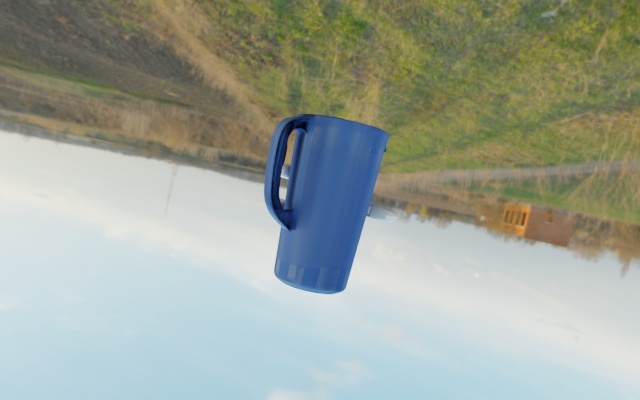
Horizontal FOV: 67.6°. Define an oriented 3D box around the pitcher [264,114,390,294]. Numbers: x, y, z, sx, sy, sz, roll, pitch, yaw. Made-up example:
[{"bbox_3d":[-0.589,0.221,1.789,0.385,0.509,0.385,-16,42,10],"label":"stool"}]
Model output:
[{"bbox_3d":[0.000,0.002,0.680,0.149,0.243,0.145,13,2,8],"label":"pitcher"}]
